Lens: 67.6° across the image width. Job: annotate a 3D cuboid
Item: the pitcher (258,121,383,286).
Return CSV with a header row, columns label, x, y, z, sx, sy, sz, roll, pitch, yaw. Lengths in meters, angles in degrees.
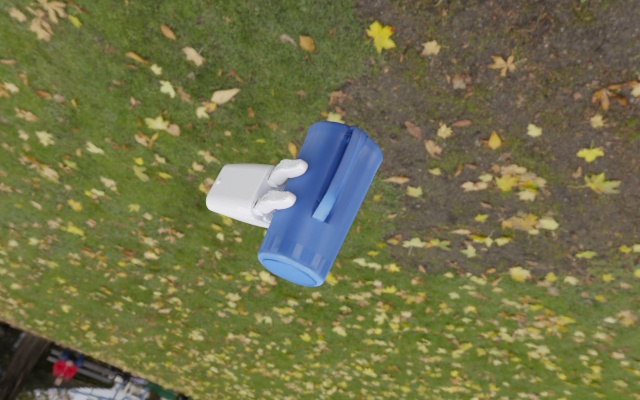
label,x,y,z,sx,sy,sz,roll,pitch,yaw
pitcher,0.000,0.002,0.744,0.145,0.242,0.149,8,-27,33
